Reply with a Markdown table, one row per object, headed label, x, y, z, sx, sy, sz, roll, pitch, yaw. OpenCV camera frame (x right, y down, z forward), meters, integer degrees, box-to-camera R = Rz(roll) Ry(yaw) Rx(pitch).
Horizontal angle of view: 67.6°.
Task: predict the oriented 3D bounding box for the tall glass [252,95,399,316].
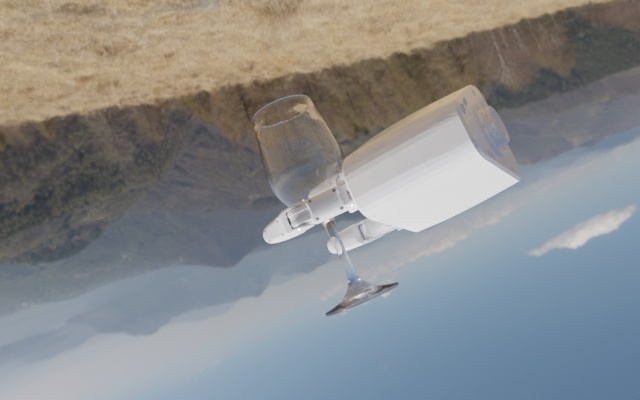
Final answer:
| label | x | y | z | sx | sy | sz | roll | pitch | yaw |
| --- | --- | --- | --- | --- | --- | --- | --- | --- | --- |
| tall glass | 0.000 | 0.002 | 0.456 | 0.079 | 0.201 | 0.079 | -23 | -9 | -4 |
